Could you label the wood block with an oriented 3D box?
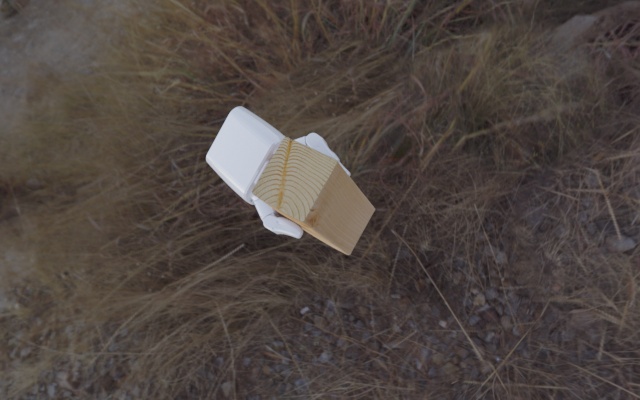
[{"bbox_3d":[0.000,0.002,0.697,0.090,0.091,0.206,28,-6,26],"label":"wood block"}]
